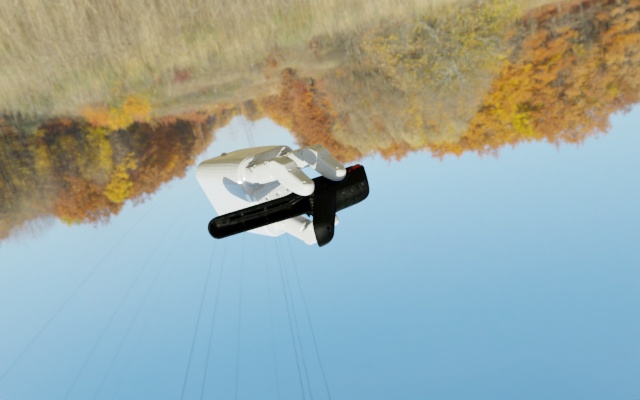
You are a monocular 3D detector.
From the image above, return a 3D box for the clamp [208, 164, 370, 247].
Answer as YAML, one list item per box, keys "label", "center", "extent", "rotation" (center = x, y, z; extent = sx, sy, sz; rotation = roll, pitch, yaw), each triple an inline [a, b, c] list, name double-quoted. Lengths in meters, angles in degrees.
- label: "clamp"
  center: [0.000, 0.002, 0.542]
  extent: [0.164, 0.036, 0.210]
  rotation: [5, 23, 44]
